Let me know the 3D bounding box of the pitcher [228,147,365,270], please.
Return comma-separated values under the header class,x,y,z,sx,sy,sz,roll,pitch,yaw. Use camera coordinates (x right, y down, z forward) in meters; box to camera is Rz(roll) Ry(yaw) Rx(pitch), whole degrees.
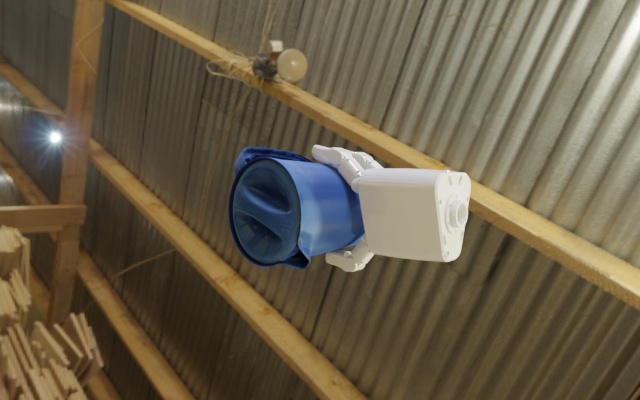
class,x,y,z,sx,sy,sz,roll,pitch,yaw
pitcher,0.000,0.002,0.664,0.145,0.149,0.243,3,4,41
